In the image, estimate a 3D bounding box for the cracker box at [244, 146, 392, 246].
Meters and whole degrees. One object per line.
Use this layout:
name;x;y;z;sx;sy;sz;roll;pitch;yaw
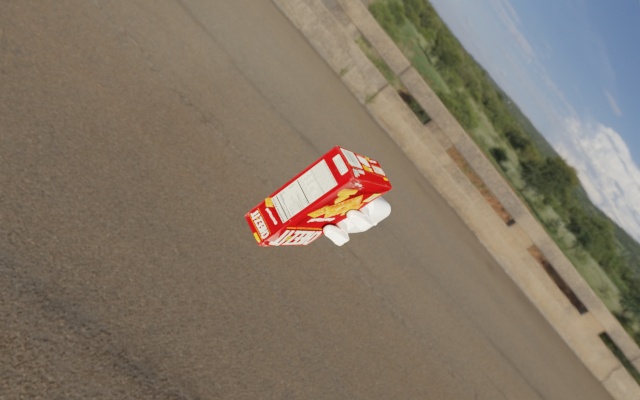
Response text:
cracker box;0.000;0.003;0.846;0.214;0.072;0.164;-36;-21;22
